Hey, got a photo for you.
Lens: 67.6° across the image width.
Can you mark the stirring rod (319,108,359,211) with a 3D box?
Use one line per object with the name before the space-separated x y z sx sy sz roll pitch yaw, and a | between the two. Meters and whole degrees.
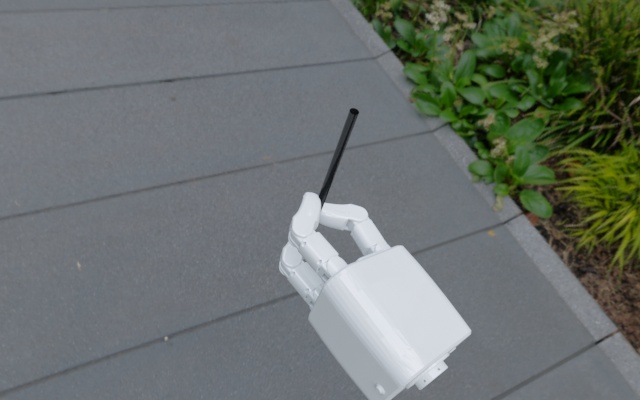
stirring rod | 0.000 0.002 0.477 0.011 0.011 0.240 0 -38 -17
